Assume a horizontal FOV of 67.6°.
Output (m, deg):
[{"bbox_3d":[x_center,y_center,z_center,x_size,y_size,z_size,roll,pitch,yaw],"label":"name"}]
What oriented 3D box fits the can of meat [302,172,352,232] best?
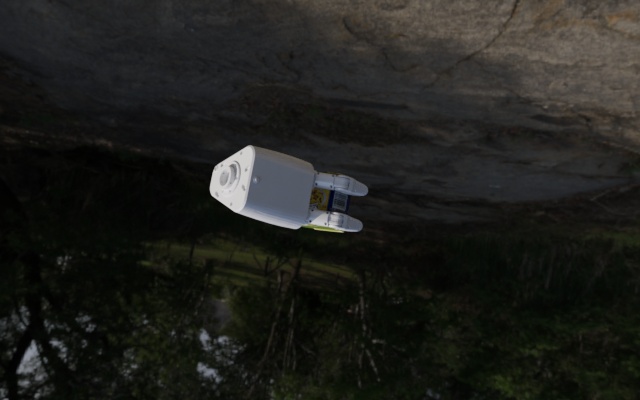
[{"bbox_3d":[0.000,0.003,0.750,0.057,0.084,0.102,17,-10,-43],"label":"can of meat"}]
